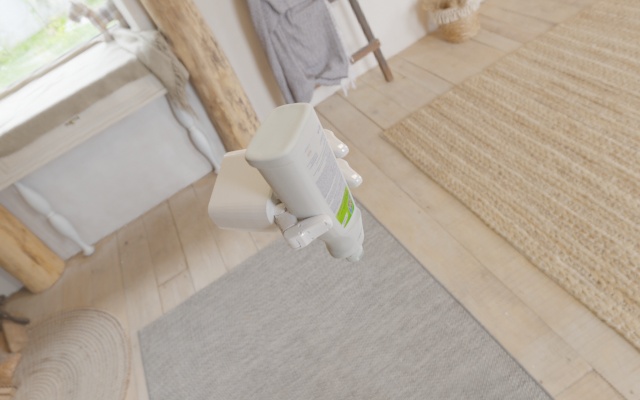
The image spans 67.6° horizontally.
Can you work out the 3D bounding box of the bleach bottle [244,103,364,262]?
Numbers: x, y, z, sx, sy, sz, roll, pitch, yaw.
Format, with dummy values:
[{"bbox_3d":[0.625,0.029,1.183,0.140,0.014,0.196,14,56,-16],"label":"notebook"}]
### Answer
[{"bbox_3d":[0.000,0.002,0.616,0.068,0.102,0.251,-1,-42,30],"label":"bleach bottle"}]
